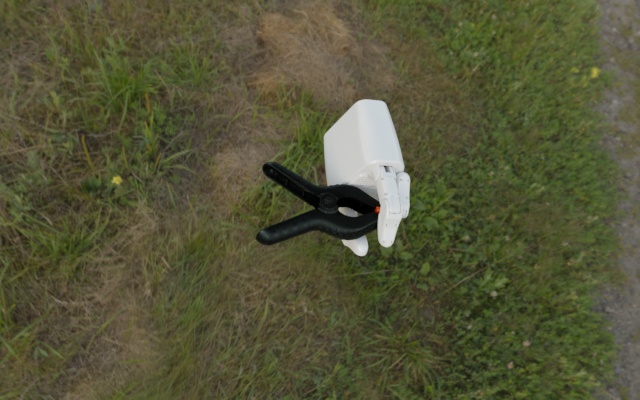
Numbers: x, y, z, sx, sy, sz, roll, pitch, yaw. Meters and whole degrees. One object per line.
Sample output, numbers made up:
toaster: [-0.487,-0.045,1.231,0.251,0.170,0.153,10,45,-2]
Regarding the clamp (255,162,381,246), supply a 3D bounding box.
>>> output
clamp: [0.000,0.002,0.604,0.171,0.120,0.039,2,-30,-17]
